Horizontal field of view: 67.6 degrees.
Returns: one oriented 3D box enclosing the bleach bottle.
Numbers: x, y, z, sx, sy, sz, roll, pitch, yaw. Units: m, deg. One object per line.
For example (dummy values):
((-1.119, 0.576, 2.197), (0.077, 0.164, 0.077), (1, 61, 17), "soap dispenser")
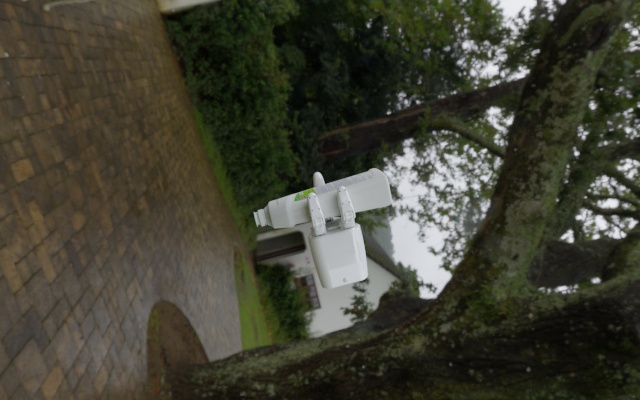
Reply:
((0.000, 0.003, 0.899), (0.251, 0.068, 0.102), (-14, 13, -5), "bleach bottle")
